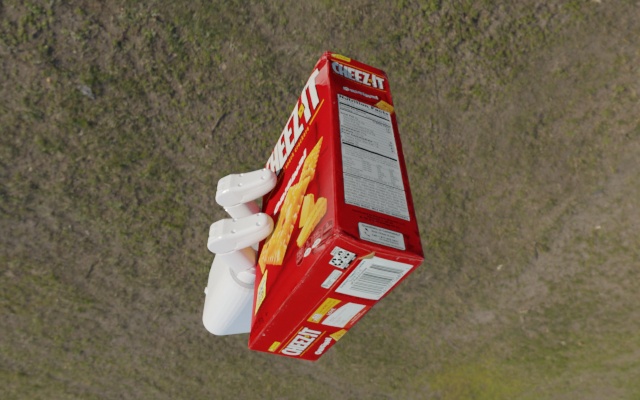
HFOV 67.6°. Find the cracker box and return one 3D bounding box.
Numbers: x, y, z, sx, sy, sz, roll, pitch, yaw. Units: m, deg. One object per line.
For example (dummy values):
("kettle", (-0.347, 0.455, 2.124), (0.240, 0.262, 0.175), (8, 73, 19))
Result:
("cracker box", (0.000, 0.002, 0.411), (0.072, 0.213, 0.164), (17, -45, -19))
